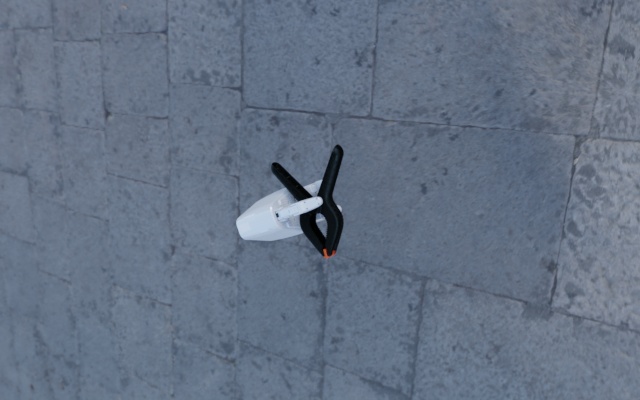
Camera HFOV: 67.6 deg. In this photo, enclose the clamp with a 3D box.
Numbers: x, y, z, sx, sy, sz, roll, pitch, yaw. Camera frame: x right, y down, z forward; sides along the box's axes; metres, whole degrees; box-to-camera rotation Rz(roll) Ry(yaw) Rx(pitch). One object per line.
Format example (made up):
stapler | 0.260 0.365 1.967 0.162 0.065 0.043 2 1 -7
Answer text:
clamp | 0.000 0.004 0.899 0.164 0.210 0.036 -20 0 36
